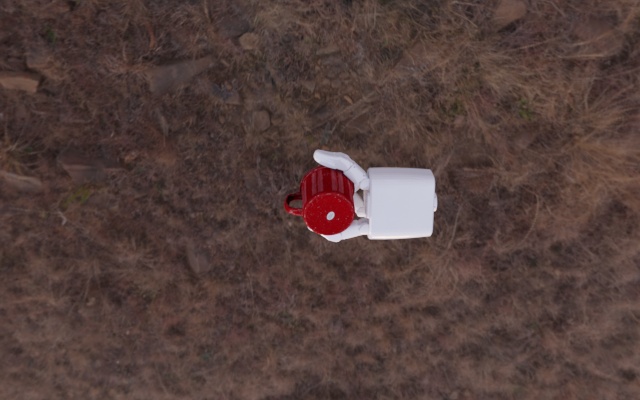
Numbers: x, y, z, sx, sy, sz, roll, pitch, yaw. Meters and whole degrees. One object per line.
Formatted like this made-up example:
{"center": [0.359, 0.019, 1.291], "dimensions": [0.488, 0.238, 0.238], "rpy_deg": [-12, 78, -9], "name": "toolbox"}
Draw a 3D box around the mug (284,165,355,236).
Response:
{"center": [-0.001, 0.003, 0.762], "dimensions": [0.117, 0.093, 0.081], "rpy_deg": [-1, 30, -1], "name": "mug"}
